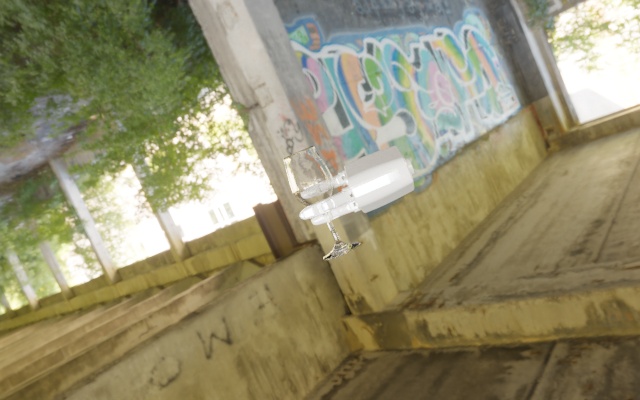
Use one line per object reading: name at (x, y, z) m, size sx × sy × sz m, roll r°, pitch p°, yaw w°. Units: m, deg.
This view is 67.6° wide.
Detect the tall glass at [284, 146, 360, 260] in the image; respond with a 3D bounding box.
tall glass at (0.000, 0.004, 0.879) m, size 0.079 × 0.201 × 0.079 m, roll -24°, pitch 4°, yaw 2°
